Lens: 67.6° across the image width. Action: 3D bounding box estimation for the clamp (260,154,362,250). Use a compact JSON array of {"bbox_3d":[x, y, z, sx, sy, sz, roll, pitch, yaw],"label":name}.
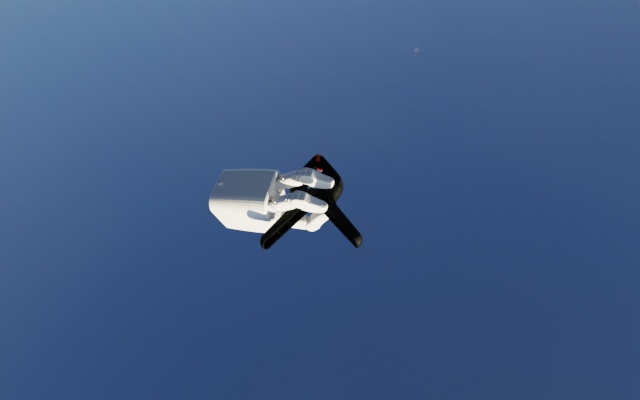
[{"bbox_3d":[0.000,0.003,0.818,0.164,0.209,0.036,4,-41,12],"label":"clamp"}]
